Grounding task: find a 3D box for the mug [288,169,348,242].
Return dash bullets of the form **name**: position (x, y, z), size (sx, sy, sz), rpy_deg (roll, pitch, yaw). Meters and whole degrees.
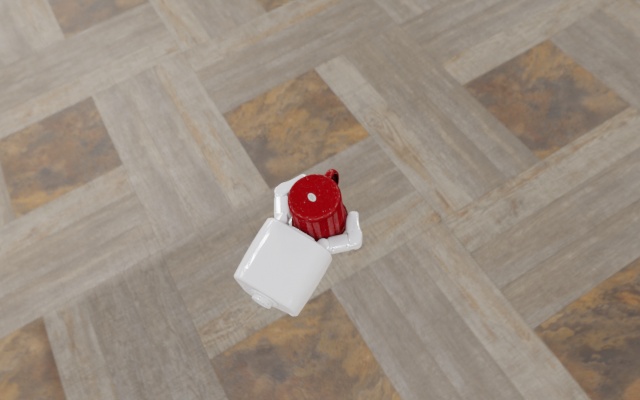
- **mug**: position (0.001, 0.001, 0.745), size (0.093, 0.117, 0.081), rpy_deg (23, -22, 18)
